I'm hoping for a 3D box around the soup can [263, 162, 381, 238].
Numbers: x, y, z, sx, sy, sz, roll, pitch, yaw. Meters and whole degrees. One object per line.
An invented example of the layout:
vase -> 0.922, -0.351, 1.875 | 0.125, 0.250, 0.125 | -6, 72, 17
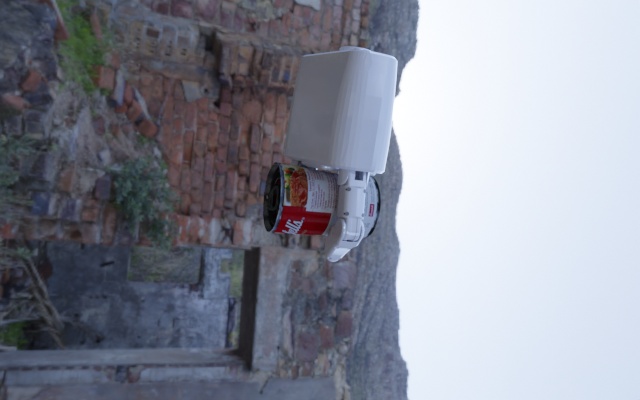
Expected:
soup can -> 0.000, 0.002, 0.477 | 0.102, 0.068, 0.068 | 6, -2, -20
